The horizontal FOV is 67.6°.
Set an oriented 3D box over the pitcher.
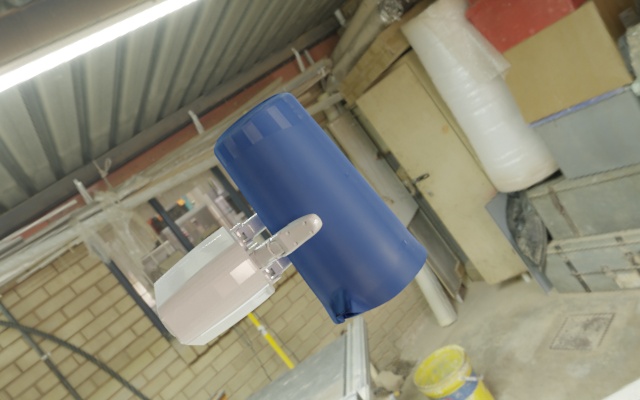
[{"bbox_3d":[0.000,0.002,0.541,0.145,0.243,0.149,-38,5,-9],"label":"pitcher"}]
